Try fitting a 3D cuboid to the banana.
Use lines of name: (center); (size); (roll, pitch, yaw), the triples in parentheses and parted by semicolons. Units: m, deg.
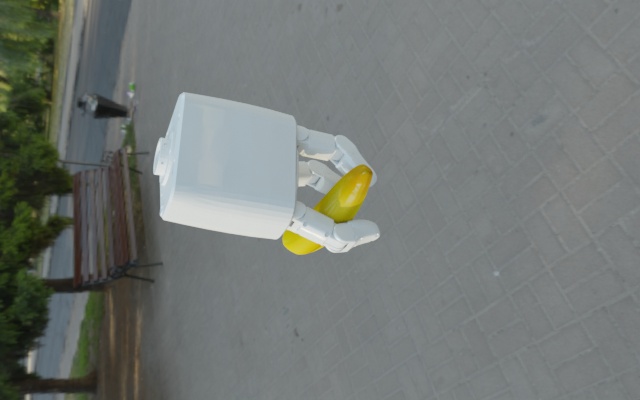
banana: (-0.004, 0.020, 0.504); (0.037, 0.069, 0.198); (16, -19, -19)
